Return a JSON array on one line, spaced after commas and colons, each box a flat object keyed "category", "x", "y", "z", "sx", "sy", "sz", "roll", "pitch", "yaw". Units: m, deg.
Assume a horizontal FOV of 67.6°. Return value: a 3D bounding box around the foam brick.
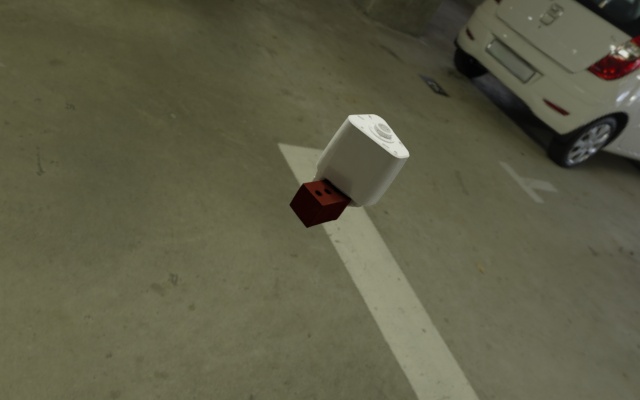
[{"category": "foam brick", "x": 0.000, "y": 0.003, "z": 0.768, "sx": 0.078, "sy": 0.053, "sz": 0.051, "roll": -13, "pitch": -35, "yaw": -49}]
